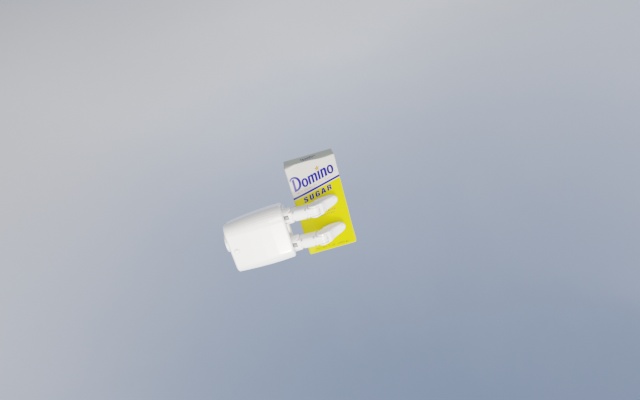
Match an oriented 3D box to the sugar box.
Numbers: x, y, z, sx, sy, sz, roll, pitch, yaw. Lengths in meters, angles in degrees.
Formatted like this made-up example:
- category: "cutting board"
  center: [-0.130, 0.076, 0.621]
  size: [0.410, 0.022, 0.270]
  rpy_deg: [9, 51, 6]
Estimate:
- category: "sugar box"
  center: [0.000, 0.003, 0.873]
  size: [0.093, 0.176, 0.048]
  rpy_deg: [-17, 23, 0]
